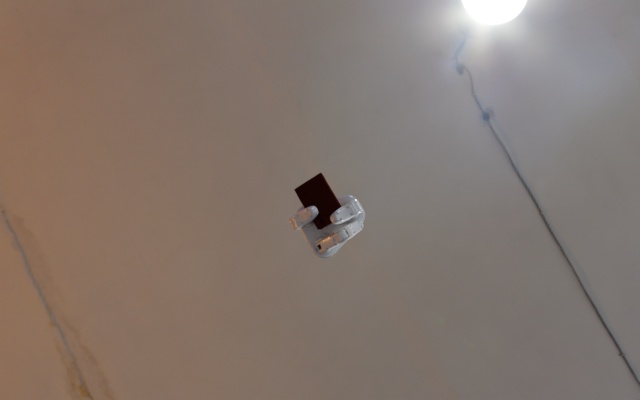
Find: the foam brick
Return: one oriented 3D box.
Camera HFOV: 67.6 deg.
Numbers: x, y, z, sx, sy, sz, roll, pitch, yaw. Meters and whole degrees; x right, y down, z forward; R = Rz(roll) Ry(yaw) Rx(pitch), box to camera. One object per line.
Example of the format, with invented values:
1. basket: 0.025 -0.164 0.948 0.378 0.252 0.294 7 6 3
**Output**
1. foam brick: 0.000 0.002 0.778 0.053 0.078 0.051 -30 -4 3
